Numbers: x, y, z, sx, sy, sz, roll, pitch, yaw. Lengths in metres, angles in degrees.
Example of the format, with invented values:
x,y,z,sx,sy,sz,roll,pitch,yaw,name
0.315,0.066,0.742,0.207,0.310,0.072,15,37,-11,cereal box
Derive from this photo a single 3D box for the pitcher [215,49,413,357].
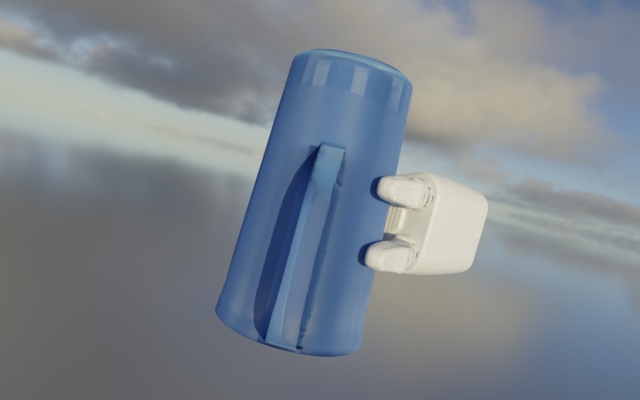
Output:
x,y,z,sx,sy,sz,roll,pitch,yaw,name
0.000,0.001,0.411,0.145,0.243,0.149,11,5,-42,pitcher
